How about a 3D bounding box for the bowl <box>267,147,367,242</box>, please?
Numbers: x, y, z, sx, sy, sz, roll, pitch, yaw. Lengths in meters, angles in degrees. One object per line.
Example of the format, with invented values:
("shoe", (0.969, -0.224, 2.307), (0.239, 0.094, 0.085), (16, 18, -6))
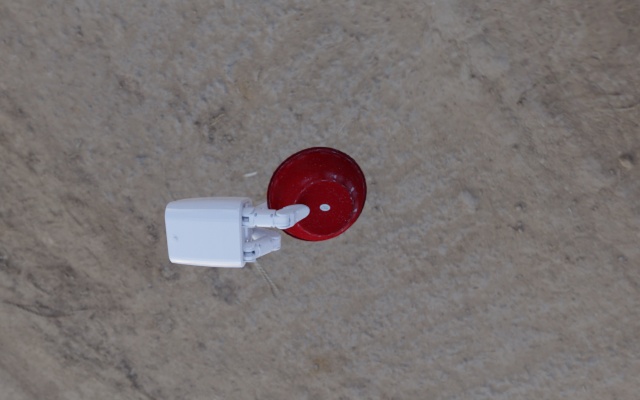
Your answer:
("bowl", (0.001, 0.002, 0.731), (0.162, 0.162, 0.055), (0, 23, -12))
